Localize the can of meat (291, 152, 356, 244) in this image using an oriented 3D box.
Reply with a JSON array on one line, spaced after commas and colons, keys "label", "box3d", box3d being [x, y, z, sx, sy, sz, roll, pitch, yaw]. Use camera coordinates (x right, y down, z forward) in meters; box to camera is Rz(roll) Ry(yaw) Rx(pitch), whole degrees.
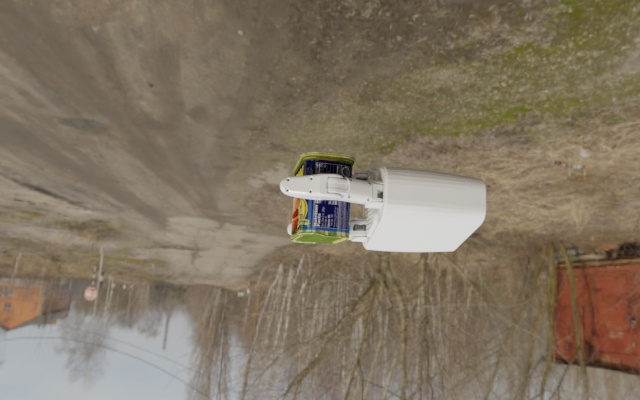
[{"label": "can of meat", "box3d": [0.000, 0.002, 0.516, 0.057, 0.084, 0.102, 5, -10, -10]}]
